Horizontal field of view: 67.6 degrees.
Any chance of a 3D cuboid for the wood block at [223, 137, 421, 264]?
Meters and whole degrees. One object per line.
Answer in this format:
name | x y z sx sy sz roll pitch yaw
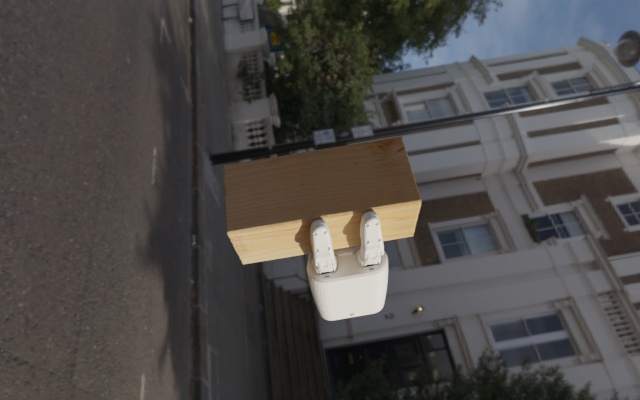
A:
wood block | 0.000 0.002 0.556 0.206 0.090 0.090 -10 -30 -1
